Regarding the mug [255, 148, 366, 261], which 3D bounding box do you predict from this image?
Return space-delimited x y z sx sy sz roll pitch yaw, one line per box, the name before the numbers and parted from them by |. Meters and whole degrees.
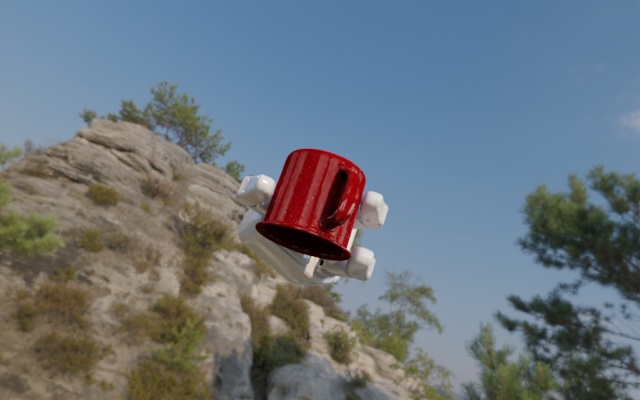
mug | 0.001 0.001 0.444 0.093 0.081 0.117 25 -19 -19
